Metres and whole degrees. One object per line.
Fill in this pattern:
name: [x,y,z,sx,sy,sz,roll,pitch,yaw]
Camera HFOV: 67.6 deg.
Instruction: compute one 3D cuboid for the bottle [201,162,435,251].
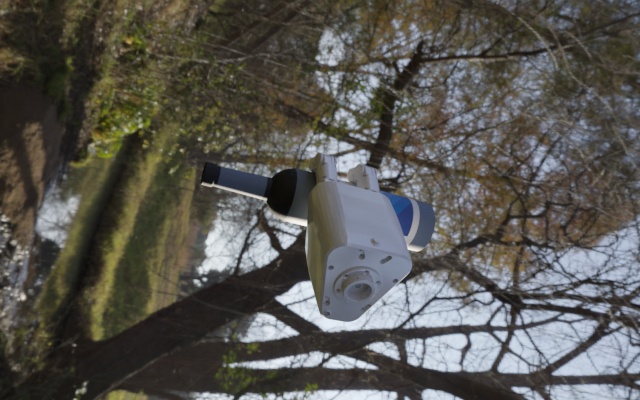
bottle: [0.000,0.002,0.598,0.296,0.069,0.069,14,-4,-18]
